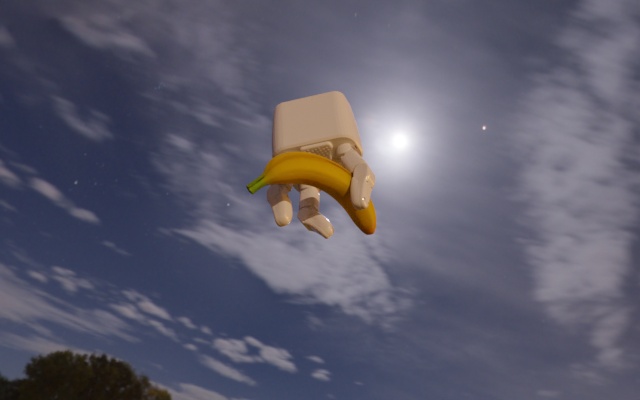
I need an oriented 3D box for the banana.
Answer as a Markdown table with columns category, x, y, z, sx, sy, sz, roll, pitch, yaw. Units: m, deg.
| category | x | y | z | sx | sy | sz | roll | pitch | yaw |
| --- | --- | --- | --- | --- | --- | --- | --- | --- | --- |
| banana | 0.008 | -0.014 | 0.578 | 0.198 | 0.070 | 0.037 | 22 | 23 | -34 |
